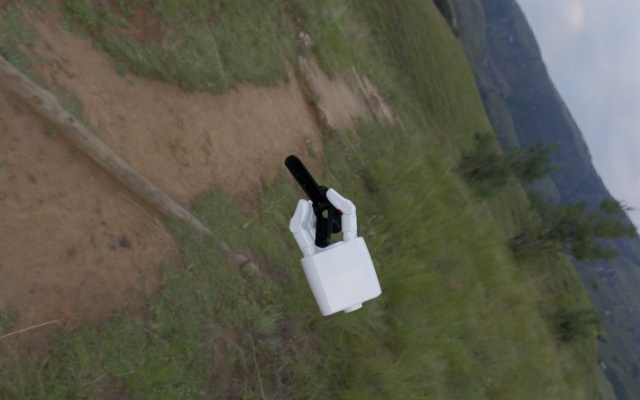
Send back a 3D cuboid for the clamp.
[{"bbox_3d":[0.001,0.003,0.861,0.036,0.164,0.210,-24,-8,13],"label":"clamp"}]
